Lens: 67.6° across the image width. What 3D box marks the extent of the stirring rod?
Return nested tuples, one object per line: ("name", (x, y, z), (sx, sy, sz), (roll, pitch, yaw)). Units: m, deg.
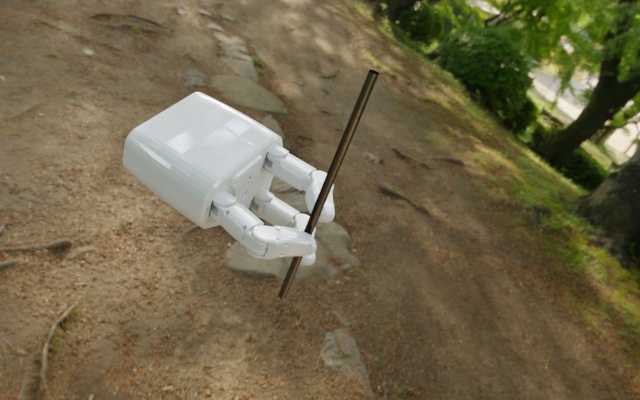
("stirring rod", (0.000, 0.001, 0.407), (0.011, 0.240, 0.011), (15, 34, -11))
